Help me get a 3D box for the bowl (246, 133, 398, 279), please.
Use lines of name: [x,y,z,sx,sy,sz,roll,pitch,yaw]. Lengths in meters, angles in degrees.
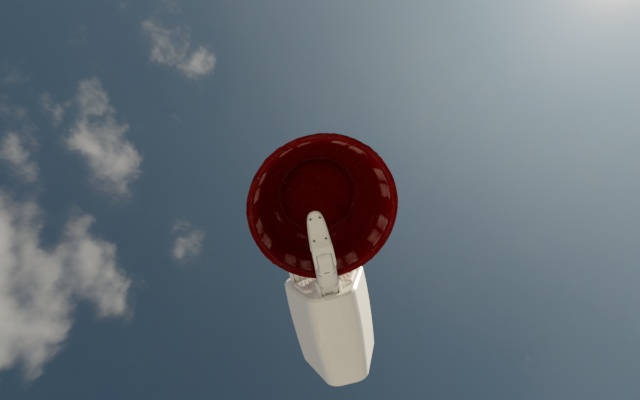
bowl: [0.000,0.000,0.527,0.162,0.162,0.055,0,18,-8]
